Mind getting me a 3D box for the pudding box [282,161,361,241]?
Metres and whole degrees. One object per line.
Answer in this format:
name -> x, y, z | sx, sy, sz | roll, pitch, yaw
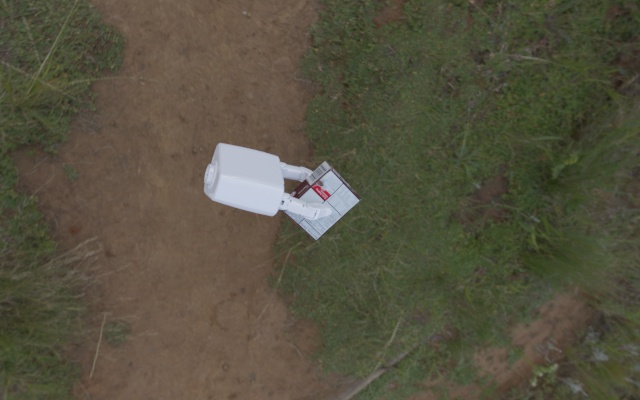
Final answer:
pudding box -> 0.000, 0.003, 0.831 | 0.090, 0.113, 0.039 | 45, 7, -30
